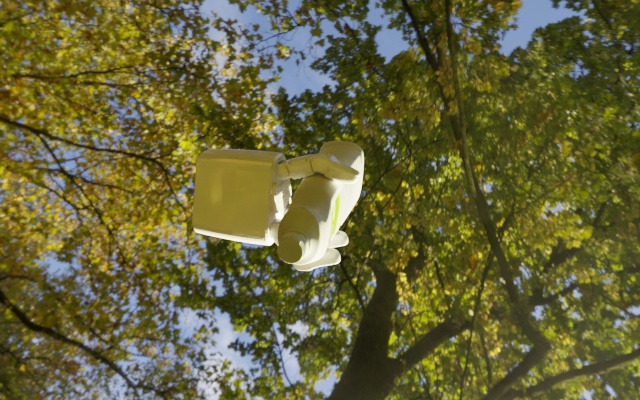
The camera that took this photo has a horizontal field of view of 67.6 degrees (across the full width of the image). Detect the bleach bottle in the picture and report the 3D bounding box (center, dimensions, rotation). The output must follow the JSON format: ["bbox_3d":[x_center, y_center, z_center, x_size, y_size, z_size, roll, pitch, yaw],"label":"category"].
[{"bbox_3d":[0.000,0.002,0.606,0.068,0.103,0.250,7,22,13],"label":"bleach bottle"}]
